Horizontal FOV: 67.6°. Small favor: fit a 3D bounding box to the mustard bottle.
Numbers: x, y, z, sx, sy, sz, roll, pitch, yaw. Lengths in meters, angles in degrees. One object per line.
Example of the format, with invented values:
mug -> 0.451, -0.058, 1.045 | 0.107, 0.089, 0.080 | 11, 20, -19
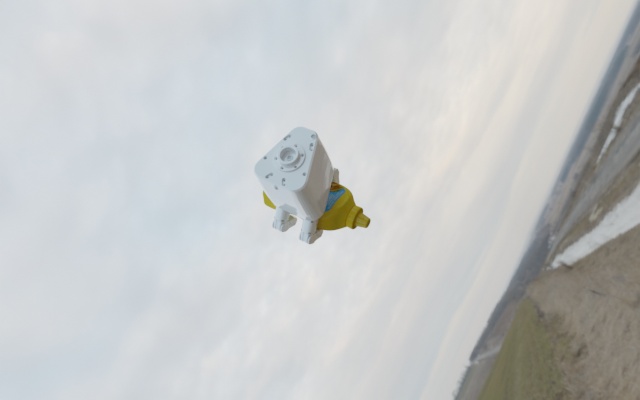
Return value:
mustard bottle -> 0.000, 0.003, 0.841 | 0.191, 0.058, 0.096 | 24, 49, 22
